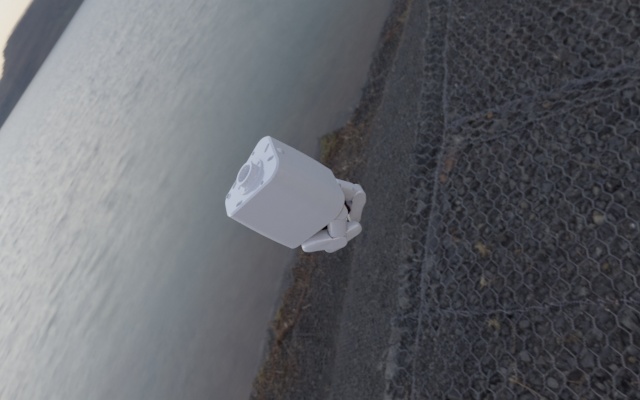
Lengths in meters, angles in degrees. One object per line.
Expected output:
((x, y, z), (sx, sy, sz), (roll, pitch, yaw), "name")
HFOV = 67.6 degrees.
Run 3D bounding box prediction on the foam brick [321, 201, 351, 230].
((0.000, 0.002, 0.692), (0.051, 0.053, 0.078), (25, 24, -30), "foam brick")
